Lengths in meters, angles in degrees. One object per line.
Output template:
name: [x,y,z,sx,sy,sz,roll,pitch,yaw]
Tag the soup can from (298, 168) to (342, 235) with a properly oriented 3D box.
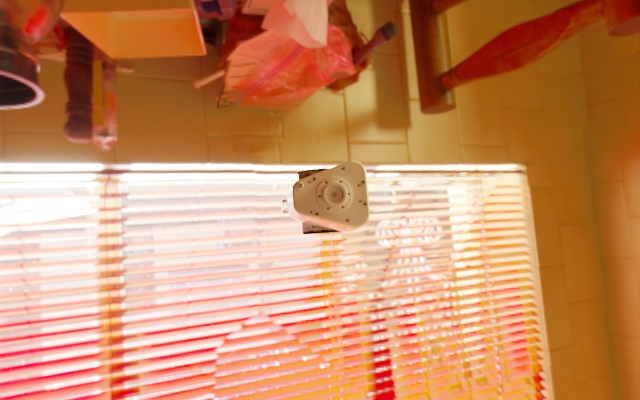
soup can: [0.000,0.003,0.780,0.068,0.102,0.068,-5,-4,0]
